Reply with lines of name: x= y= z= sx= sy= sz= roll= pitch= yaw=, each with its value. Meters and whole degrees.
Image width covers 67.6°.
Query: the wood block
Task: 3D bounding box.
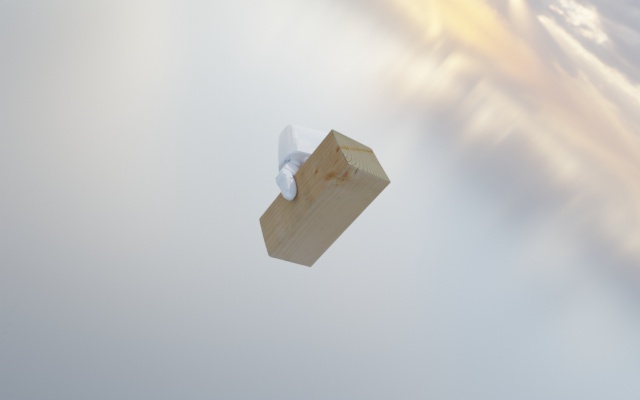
wood block: x=0.000 y=0.002 z=0.761 sx=0.091 sy=0.206 sz=0.090 roll=20 pitch=33 yaw=-35
